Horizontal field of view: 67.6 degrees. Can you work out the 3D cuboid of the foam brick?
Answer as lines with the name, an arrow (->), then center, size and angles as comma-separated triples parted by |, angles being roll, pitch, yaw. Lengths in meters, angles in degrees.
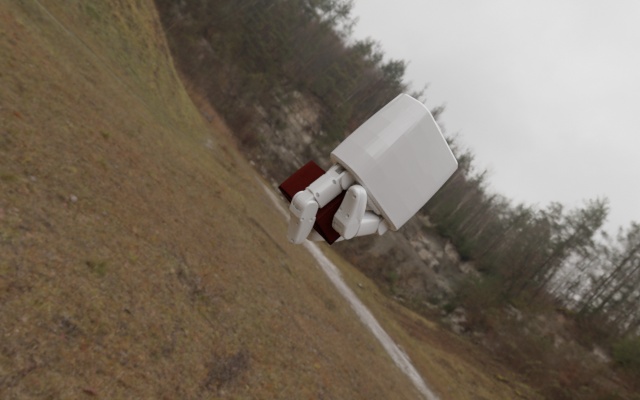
foam brick -> 0.000, 0.002, 0.548 | 0.078, 0.051, 0.053 | 43, -8, 39
